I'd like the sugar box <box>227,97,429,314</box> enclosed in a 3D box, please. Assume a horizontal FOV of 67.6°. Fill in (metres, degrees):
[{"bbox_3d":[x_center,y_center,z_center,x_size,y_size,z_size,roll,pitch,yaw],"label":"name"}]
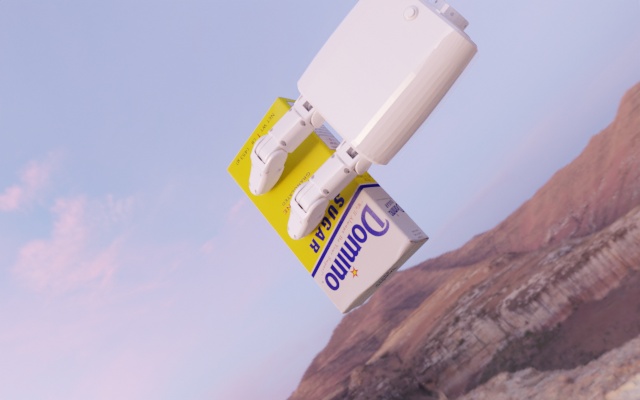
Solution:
[{"bbox_3d":[0.000,0.001,0.423,0.093,0.176,0.048,-51,-23,24],"label":"sugar box"}]
